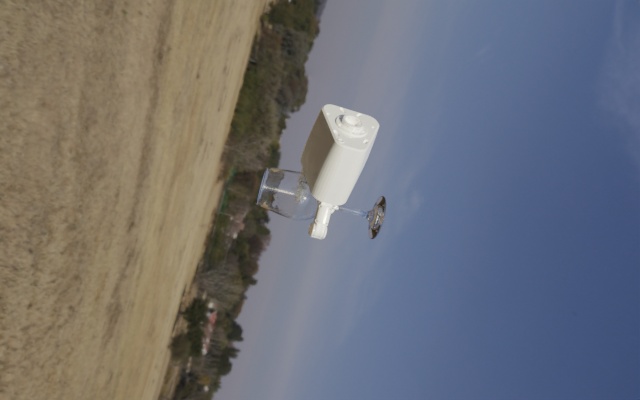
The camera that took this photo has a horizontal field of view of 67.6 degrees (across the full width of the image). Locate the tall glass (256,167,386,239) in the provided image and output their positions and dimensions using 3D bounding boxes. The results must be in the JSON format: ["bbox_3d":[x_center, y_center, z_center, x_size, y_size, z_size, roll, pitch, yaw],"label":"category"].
[{"bbox_3d":[0.001,0.003,0.776,0.201,0.079,0.079,15,-3,-10],"label":"tall glass"}]
